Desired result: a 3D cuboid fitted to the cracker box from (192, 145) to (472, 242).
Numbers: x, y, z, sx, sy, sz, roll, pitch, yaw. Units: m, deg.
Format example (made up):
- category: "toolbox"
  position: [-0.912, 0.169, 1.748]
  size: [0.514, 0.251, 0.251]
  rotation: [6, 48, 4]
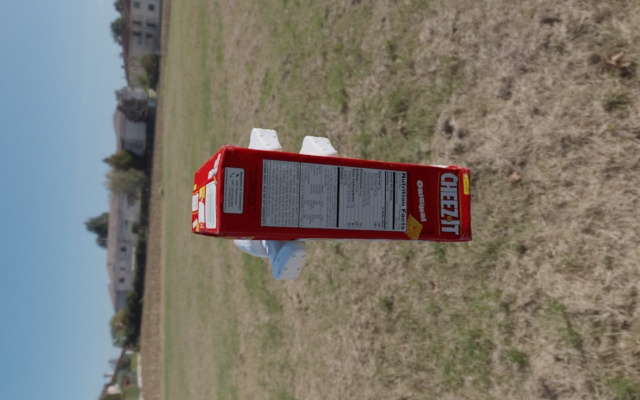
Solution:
- category: "cracker box"
  position: [0.000, 0.002, 0.437]
  size: [0.214, 0.072, 0.164]
  rotation: [3, -5, -21]
